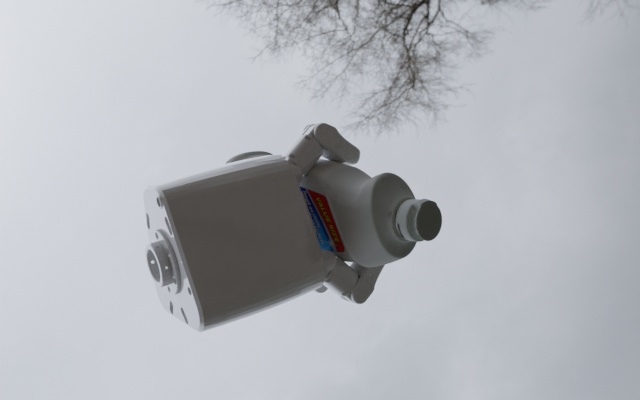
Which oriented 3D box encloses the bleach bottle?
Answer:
[{"bbox_3d":[0.000,0.002,0.435,0.068,0.102,0.251,-17,12,-35],"label":"bleach bottle"}]
